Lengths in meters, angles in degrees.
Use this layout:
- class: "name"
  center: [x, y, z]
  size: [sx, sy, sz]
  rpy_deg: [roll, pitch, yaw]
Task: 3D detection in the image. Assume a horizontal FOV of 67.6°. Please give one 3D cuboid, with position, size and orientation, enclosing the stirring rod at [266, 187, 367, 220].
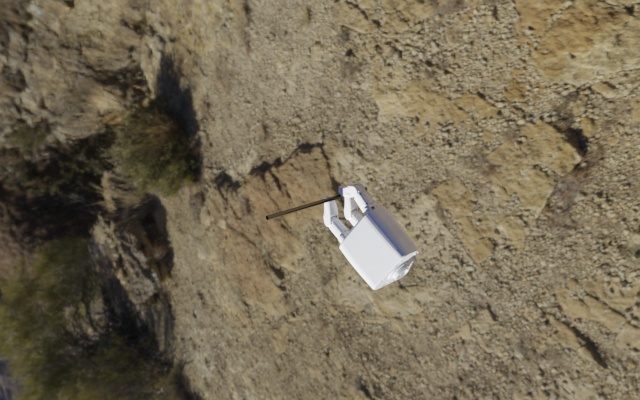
- class: "stirring rod"
  center: [0.000, 0.003, 0.896]
  size: [0.239, 0.011, 0.011]
  rpy_deg: [-16, 10, -37]
